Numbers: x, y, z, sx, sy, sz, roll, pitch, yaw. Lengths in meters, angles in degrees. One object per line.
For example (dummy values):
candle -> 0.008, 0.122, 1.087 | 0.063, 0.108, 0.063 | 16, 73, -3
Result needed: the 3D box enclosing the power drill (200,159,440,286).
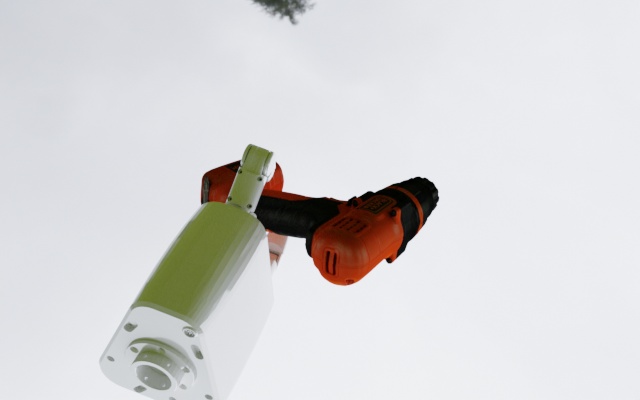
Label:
power drill -> 0.000, 0.001, 0.441 | 0.187, 0.057, 0.184 | 13, 23, 30
